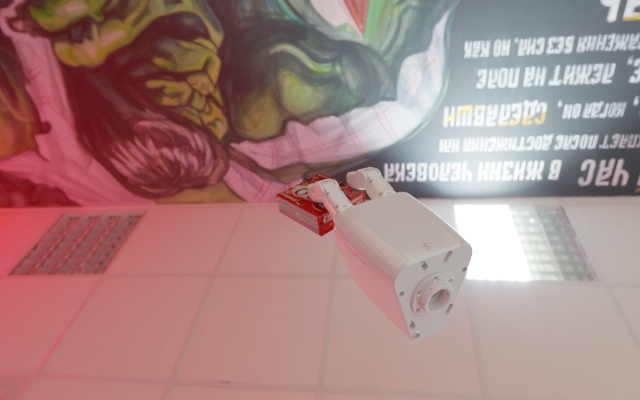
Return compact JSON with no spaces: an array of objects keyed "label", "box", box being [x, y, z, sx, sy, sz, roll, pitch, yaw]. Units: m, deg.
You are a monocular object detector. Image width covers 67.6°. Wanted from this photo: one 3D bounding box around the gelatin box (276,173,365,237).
[{"label":"gelatin box","box":[0.000,0.002,0.593,0.073,0.030,0.089,-28,34,-30]}]
